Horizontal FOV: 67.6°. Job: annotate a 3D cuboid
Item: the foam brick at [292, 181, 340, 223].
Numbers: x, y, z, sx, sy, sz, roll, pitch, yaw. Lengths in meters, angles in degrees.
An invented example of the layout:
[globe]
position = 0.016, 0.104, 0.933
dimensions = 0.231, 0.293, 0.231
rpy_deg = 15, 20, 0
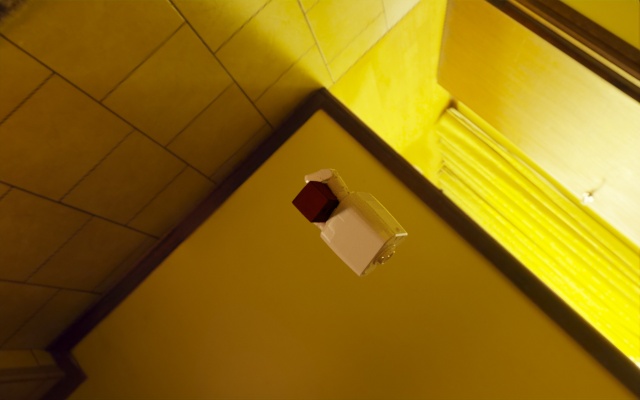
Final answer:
[foam brick]
position = 0.000, 0.003, 0.826
dimensions = 0.051, 0.053, 0.078
rpy_deg = 47, 20, 21
